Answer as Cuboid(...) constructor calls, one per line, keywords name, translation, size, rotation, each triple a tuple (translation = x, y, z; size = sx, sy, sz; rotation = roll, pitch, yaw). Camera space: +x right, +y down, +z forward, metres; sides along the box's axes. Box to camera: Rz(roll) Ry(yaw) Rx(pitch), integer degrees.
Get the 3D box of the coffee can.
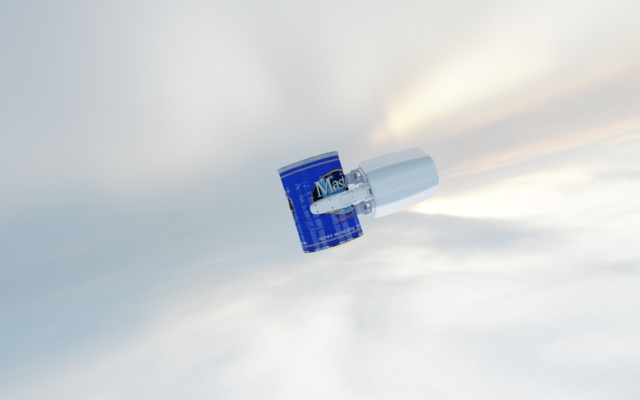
Cuboid(name="coffee can", translation=(0.000, 0.002, 0.770), size=(0.103, 0.140, 0.103), rotation=(-18, 1, 0))
